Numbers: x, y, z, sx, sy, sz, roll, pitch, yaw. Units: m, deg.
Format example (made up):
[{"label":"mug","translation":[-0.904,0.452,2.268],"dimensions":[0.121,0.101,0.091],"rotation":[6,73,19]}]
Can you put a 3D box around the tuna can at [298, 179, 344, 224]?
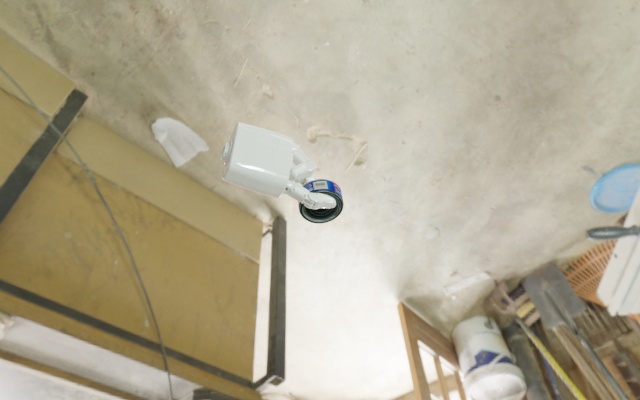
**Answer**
[{"label":"tuna can","translation":[0.000,0.003,0.896],"dimensions":[0.086,0.086,0.033],"rotation":[0,42,-10]}]
